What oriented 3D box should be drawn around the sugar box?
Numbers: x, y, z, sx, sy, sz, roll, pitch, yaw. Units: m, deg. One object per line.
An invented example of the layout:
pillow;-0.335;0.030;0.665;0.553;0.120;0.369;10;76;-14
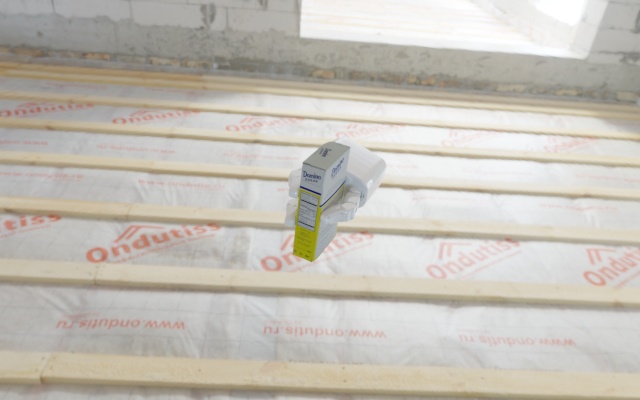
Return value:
sugar box;0.000;0.002;0.757;0.048;0.176;0.093;19;35;20
